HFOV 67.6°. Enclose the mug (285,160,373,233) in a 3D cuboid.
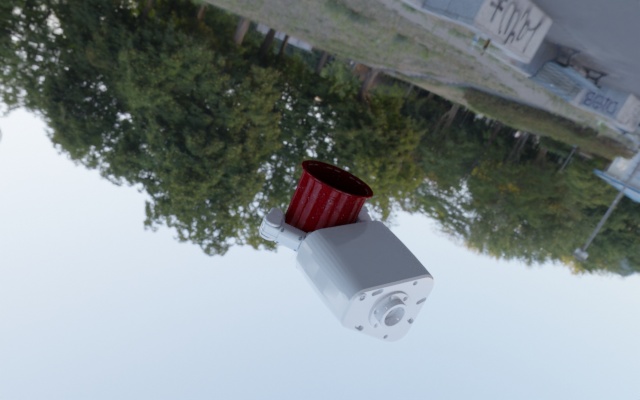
[{"bbox_3d":[-0.001,0.001,0.591,0.093,0.081,0.117,11,23,-34],"label":"mug"}]
